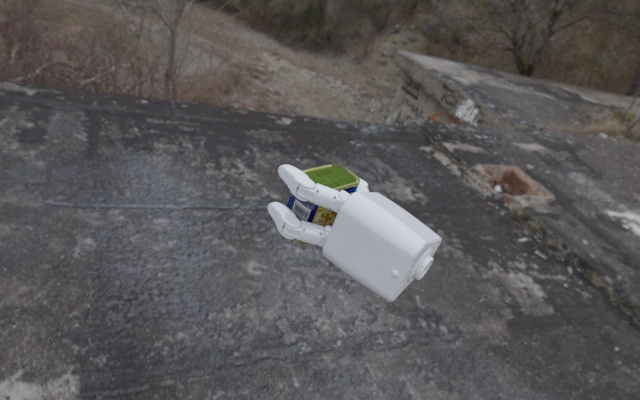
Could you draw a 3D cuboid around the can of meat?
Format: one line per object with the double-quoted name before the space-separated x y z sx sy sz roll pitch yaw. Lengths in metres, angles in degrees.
"can of meat" 0.000 0.002 0.650 0.057 0.084 0.102 38 32 26
